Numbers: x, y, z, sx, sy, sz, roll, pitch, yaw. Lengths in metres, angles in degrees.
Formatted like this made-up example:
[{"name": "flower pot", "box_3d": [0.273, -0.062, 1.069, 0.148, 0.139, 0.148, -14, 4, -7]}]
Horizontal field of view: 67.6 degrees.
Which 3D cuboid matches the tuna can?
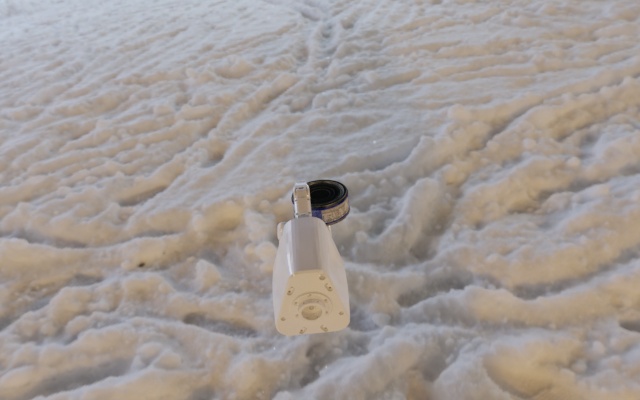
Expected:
[{"name": "tuna can", "box_3d": [0.000, 0.002, 0.711, 0.086, 0.034, 0.086, -6, 30, 3]}]
